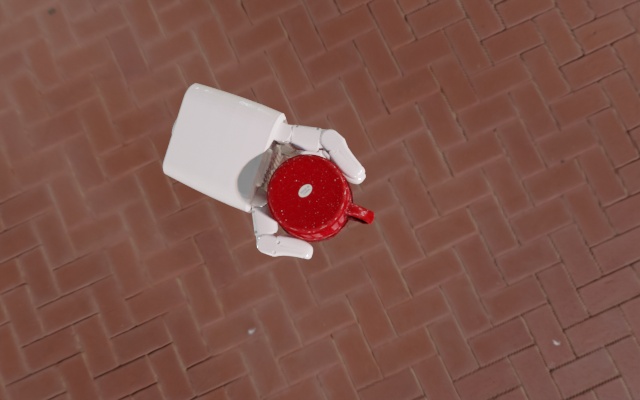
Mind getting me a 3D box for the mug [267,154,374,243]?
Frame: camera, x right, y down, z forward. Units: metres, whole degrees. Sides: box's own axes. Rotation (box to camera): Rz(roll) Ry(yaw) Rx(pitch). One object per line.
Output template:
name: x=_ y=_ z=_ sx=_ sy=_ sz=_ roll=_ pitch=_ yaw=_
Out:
mug: x=0.001 y=0.002 z=0.504 sx=0.117 sy=0.093 sz=0.081 roll=21 pitch=-4 yaw=6
